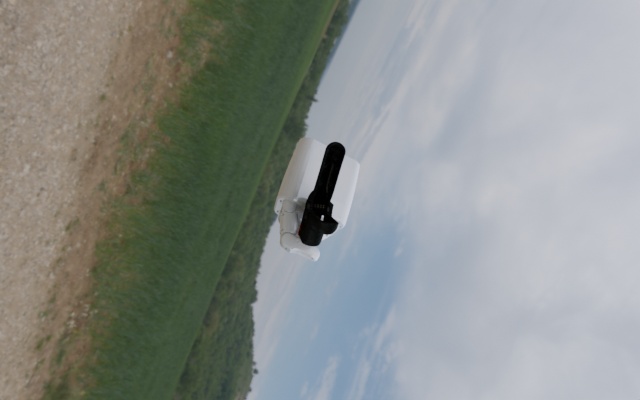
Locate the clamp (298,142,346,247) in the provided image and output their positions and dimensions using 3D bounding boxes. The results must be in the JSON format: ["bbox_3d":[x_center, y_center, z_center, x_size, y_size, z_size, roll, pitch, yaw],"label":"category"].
[{"bbox_3d":[0.001,0.002,0.627,0.039,0.120,0.171,17,-20,-9],"label":"clamp"}]
